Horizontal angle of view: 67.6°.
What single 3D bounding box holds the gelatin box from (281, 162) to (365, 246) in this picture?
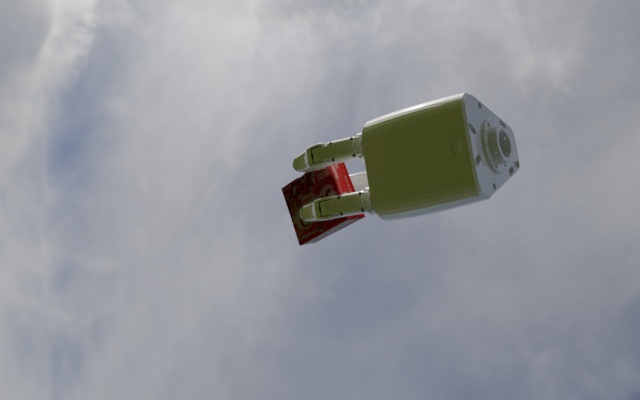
[{"bbox_3d":[0.000,0.002,0.538,0.030,0.073,0.089,-6,-18,-44],"label":"gelatin box"}]
